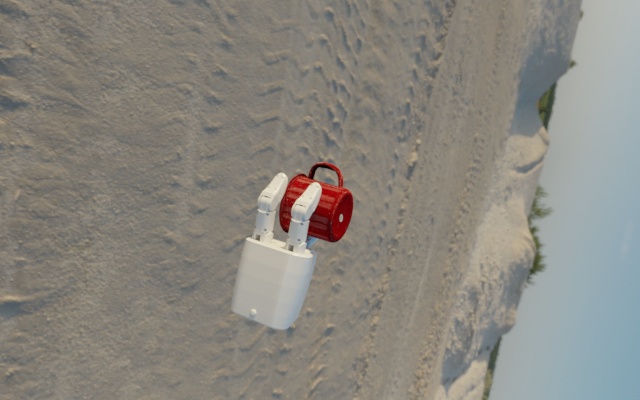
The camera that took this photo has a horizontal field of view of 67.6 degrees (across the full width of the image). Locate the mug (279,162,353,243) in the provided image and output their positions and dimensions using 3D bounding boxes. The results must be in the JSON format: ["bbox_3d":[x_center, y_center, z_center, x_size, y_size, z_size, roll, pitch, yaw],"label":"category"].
[{"bbox_3d":[0.001,0.001,0.706,0.081,0.117,0.093,16,2,23],"label":"mug"}]
